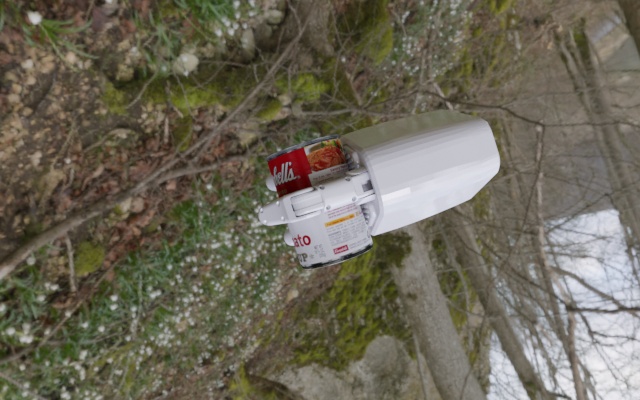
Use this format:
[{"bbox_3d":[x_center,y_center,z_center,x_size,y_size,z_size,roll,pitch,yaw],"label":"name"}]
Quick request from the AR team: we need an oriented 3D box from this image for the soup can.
[{"bbox_3d":[0.000,0.002,0.418,0.068,0.102,0.068,-18,1,0],"label":"soup can"}]
